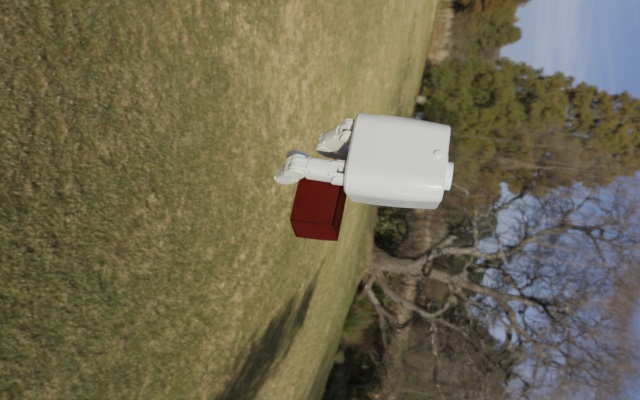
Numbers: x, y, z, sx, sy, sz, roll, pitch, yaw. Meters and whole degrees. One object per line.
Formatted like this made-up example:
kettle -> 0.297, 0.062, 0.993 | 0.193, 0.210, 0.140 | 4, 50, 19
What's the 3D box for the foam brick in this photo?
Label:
foam brick -> 0.000, 0.002, 0.557 | 0.051, 0.078, 0.053 | 8, -23, 10
